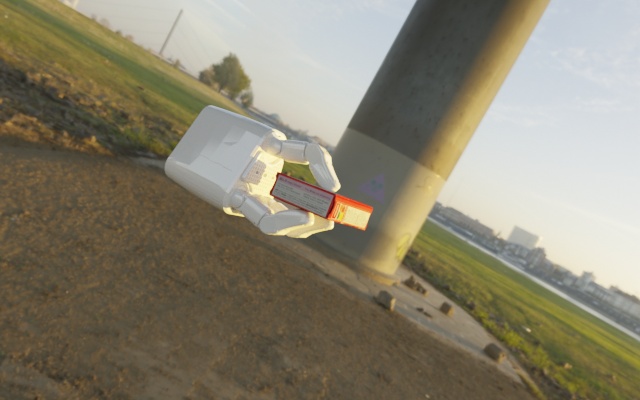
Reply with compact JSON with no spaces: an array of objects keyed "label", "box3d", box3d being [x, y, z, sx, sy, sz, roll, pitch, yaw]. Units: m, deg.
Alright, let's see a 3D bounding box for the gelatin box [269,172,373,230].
[{"label":"gelatin box","box3d":[0.000,0.001,0.519,0.089,0.030,0.073,21,1,38]}]
